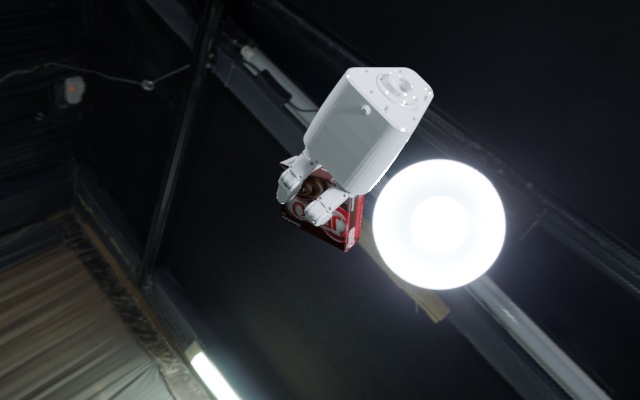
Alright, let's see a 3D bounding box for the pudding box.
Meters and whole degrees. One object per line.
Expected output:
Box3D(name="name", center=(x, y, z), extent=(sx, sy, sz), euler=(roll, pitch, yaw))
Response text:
Box3D(name="pudding box", center=(0.000, 0.002, 0.613), extent=(0.113, 0.090, 0.039), euler=(26, 40, 31))
